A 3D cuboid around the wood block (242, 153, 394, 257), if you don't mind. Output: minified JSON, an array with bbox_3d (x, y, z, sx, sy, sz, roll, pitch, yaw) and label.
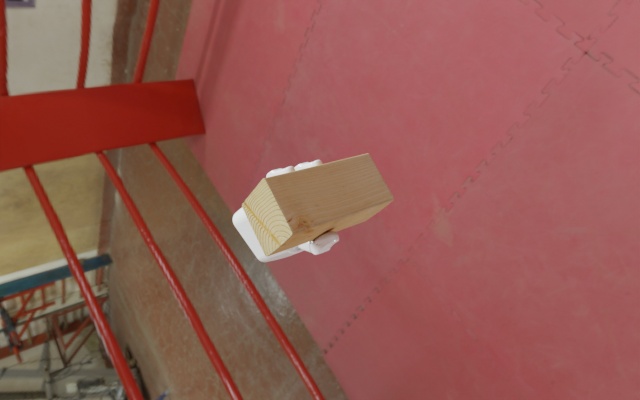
[{"bbox_3d":[0.000,0.003,0.732,0.206,0.091,0.090,-17,-16,-38],"label":"wood block"}]
